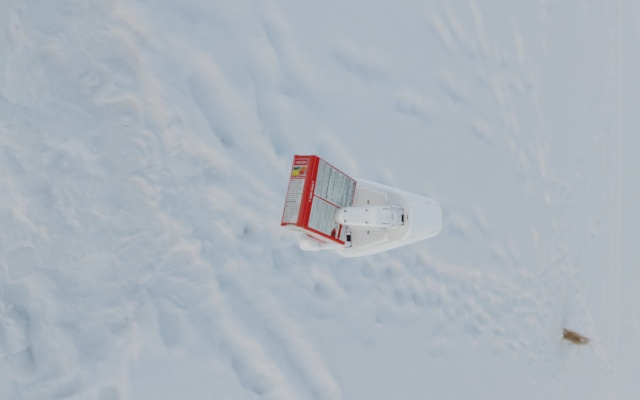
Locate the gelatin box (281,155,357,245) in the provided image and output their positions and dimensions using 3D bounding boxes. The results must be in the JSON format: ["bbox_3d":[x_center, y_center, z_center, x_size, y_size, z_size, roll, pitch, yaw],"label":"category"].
[{"bbox_3d":[0.000,0.002,0.492,0.030,0.073,0.089,3,-14,33],"label":"gelatin box"}]
